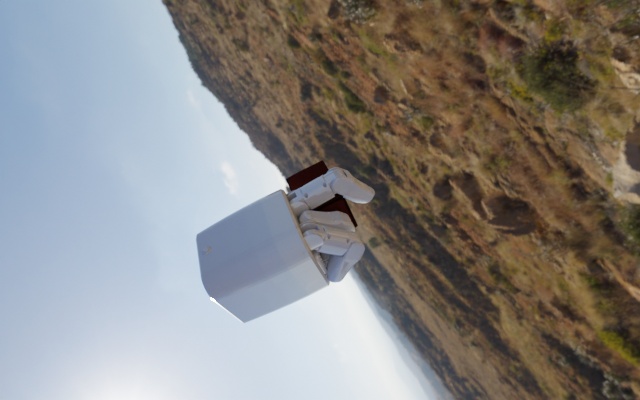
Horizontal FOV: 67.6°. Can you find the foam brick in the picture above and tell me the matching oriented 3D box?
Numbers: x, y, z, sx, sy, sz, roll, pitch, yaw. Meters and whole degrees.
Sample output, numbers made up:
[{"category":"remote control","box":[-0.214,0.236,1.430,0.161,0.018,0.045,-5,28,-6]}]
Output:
[{"category":"foam brick","box":[0.000,0.002,0.549,0.051,0.053,0.078,-27,40,1]}]
